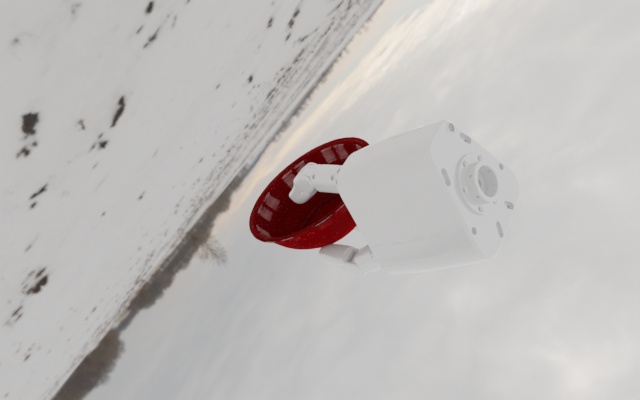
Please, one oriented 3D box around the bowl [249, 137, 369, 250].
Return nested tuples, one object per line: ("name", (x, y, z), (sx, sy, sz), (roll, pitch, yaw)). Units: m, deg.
("bowl", (0.000, 0.002, 0.537), (0.162, 0.162, 0.055), (0, -44, 48))
